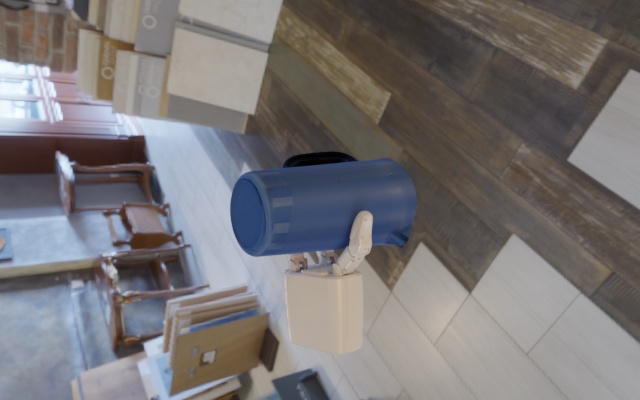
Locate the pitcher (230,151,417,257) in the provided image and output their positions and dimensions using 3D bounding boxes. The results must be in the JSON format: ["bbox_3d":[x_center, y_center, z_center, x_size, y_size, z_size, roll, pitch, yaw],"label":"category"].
[{"bbox_3d":[0.000,0.002,0.667,0.243,0.145,0.149,-4,5,-35],"label":"pitcher"}]
